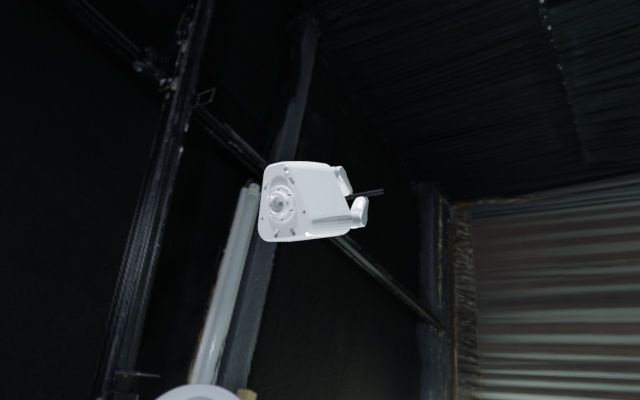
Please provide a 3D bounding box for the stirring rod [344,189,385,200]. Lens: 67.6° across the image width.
[{"bbox_3d":[0.000,0.003,0.817,0.239,0.011,0.011,-10,-5,32],"label":"stirring rod"}]
